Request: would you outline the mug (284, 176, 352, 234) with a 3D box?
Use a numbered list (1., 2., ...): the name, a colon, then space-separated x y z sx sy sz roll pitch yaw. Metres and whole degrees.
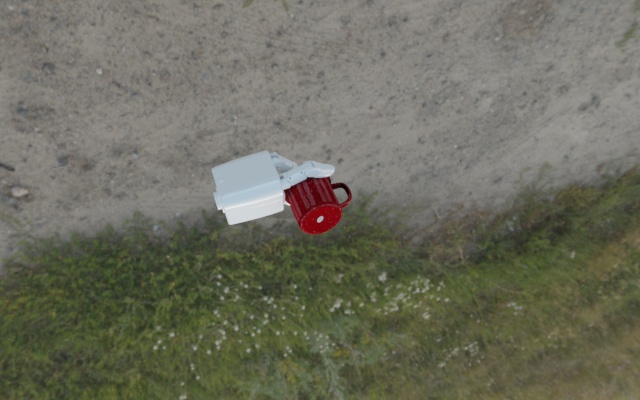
1. mug: 0.002 0.003 0.857 0.117 0.081 0.093 -17 -40 -10
